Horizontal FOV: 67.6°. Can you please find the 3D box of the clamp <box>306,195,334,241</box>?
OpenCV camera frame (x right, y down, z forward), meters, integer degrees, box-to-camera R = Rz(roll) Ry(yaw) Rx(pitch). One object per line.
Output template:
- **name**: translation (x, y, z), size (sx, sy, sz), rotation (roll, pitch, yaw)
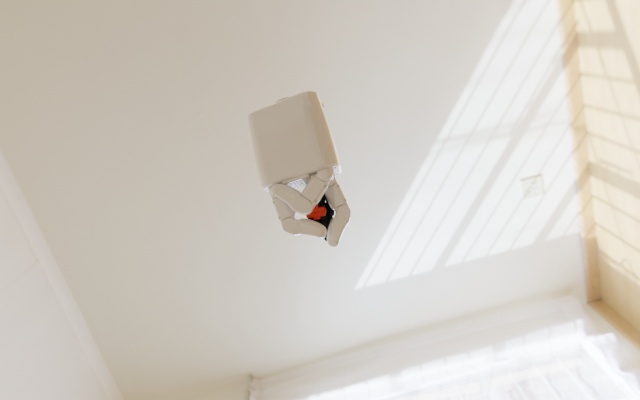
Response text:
- **clamp**: translation (0.000, 0.003, 0.727), size (0.039, 0.120, 0.171), rotation (-15, -7, 3)
